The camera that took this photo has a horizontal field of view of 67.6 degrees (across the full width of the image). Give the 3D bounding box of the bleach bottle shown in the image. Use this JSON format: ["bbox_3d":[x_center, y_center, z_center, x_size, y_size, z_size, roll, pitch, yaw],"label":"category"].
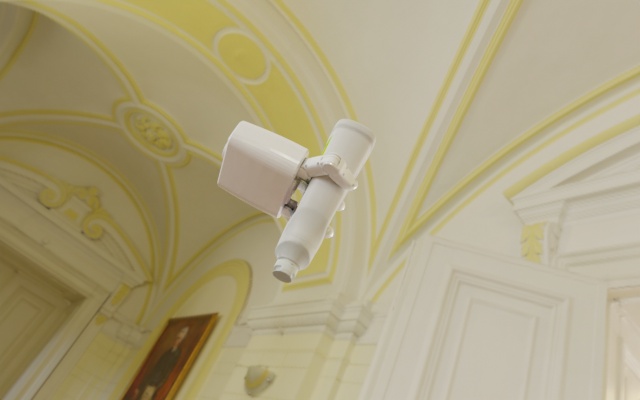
[{"bbox_3d":[0.000,0.002,0.680,0.068,0.250,0.103,27,-34,1],"label":"bleach bottle"}]
